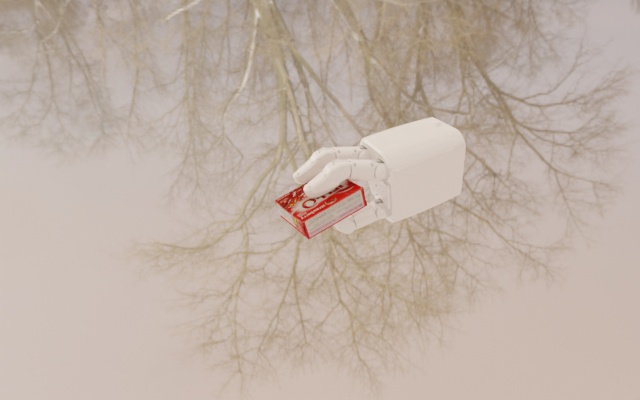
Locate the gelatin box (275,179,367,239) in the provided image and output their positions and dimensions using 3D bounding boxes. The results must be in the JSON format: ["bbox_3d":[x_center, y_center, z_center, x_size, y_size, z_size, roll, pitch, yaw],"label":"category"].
[{"bbox_3d":[0.000,0.002,0.583,0.089,0.030,0.073,-30,33,-19],"label":"gelatin box"}]
